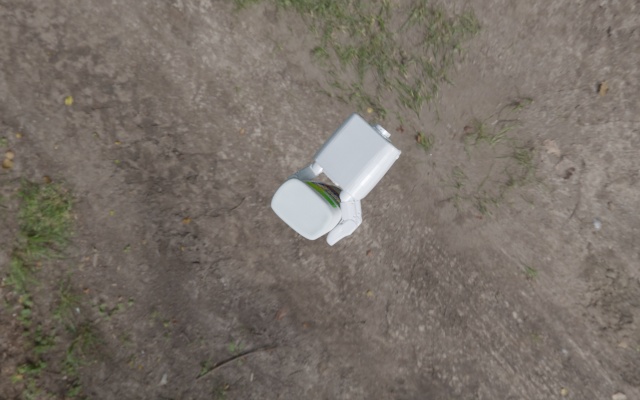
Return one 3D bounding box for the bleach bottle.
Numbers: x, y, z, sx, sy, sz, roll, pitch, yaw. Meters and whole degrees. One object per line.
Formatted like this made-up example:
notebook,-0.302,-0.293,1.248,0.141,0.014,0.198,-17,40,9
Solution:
bleach bottle,0.000,0.003,0.848,0.102,0.068,0.251,42,13,6
